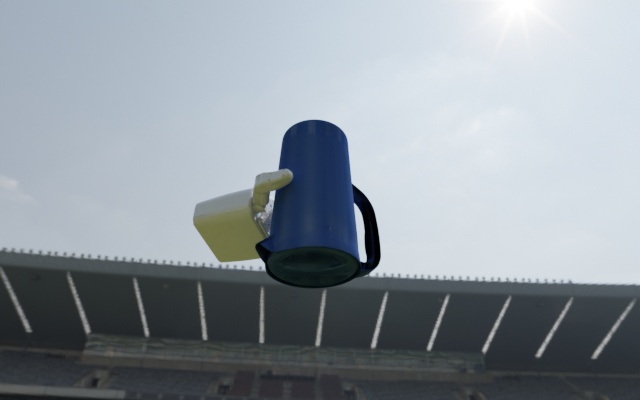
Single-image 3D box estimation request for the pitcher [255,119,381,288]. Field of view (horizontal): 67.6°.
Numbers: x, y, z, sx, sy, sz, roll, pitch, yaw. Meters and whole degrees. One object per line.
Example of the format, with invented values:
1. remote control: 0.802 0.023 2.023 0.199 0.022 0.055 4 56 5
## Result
1. pitcher: 0.000 0.002 0.721 0.145 0.242 0.149 -12 -36 19
